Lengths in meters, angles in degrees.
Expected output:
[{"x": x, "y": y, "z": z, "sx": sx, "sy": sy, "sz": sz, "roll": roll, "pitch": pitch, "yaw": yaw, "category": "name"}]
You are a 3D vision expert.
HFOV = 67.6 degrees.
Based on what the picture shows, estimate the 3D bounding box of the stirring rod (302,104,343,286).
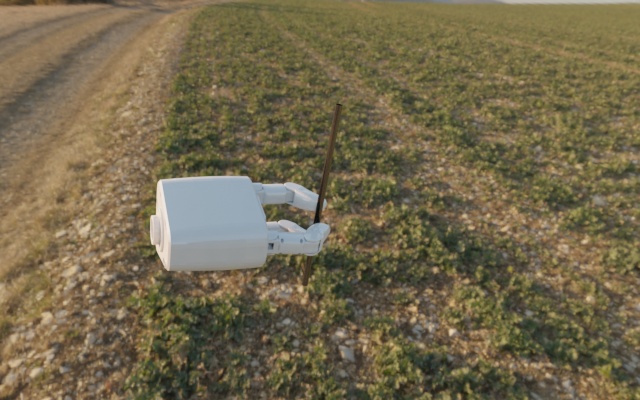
[{"x": 0.000, "y": 0.002, "z": 0.578, "sx": 0.011, "sy": 0.240, "sz": 0.011, "roll": 9, "pitch": 24, "yaw": -4, "category": "stirring rod"}]
